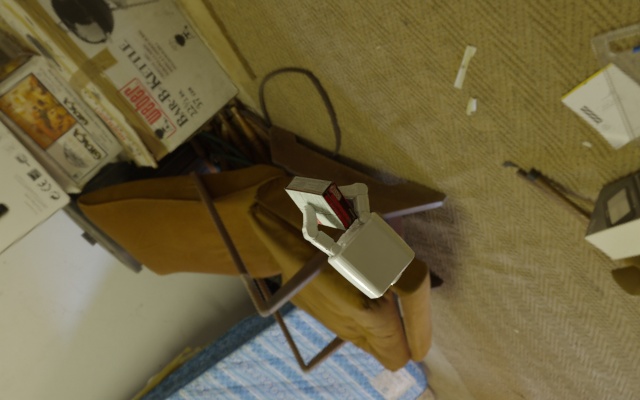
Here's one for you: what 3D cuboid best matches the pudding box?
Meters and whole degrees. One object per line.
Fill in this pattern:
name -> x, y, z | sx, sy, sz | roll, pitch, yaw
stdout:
pudding box -> 0.000, 0.003, 0.838 | 0.113, 0.090, 0.039 | 9, 52, 49
